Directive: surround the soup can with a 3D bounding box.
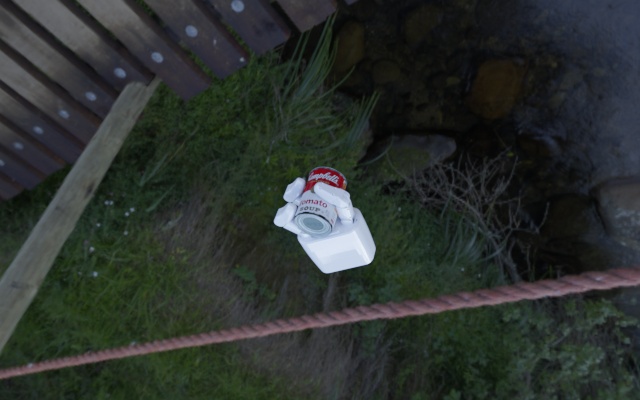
[{"bbox_3d":[0.000,0.003,0.810,0.068,0.102,0.069,12,-36,9],"label":"soup can"}]
